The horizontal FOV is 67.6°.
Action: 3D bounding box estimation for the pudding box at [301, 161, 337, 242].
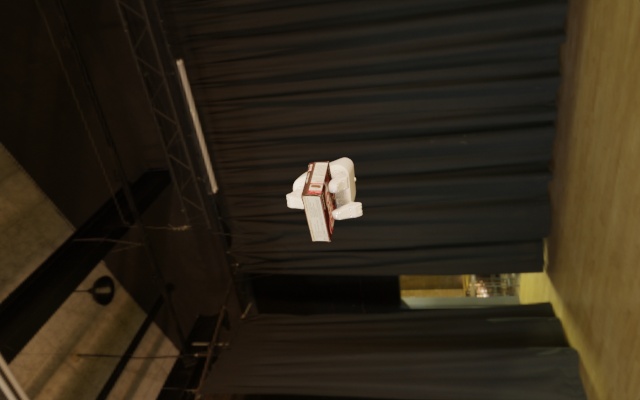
[{"bbox_3d":[0.000,0.003,0.831,0.039,0.114,0.090,-3,42,13],"label":"pudding box"}]
